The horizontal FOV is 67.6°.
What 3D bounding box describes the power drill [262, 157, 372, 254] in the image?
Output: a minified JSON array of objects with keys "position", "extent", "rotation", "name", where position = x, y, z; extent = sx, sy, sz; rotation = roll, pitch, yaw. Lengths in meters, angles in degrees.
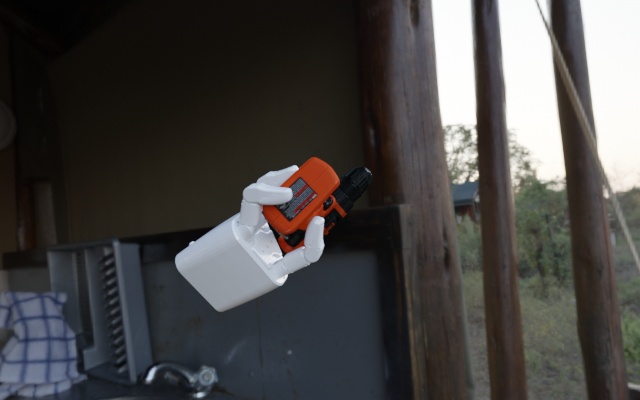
[{"position":[0.000,0.002,0.688],"extent":[0.057,0.184,0.188],"rotation":[43,-3,16],"name":"power drill"}]
